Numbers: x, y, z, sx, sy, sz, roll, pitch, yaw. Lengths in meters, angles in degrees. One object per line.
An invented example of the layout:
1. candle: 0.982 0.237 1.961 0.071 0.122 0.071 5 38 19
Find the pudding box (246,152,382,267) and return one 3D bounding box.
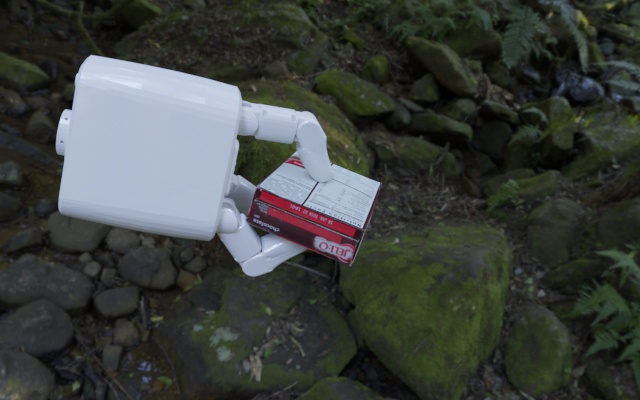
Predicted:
1. pudding box: 0.000 0.001 0.407 0.090 0.039 0.113 23 26 5
